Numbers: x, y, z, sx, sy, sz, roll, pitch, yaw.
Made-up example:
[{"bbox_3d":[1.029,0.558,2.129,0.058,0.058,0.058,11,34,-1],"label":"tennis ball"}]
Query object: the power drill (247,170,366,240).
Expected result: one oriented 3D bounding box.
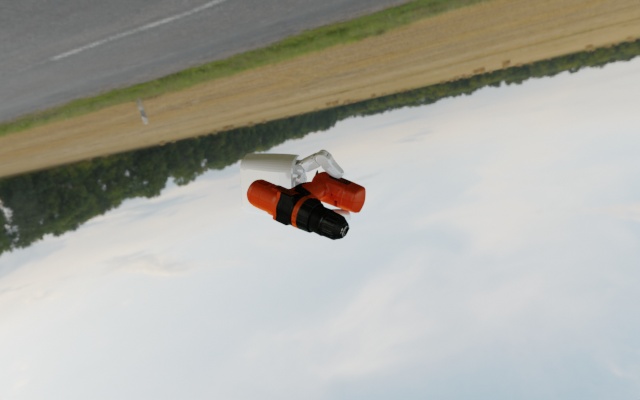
[{"bbox_3d":[0.000,0.002,0.790,0.184,0.057,0.187,24,20,27],"label":"power drill"}]
